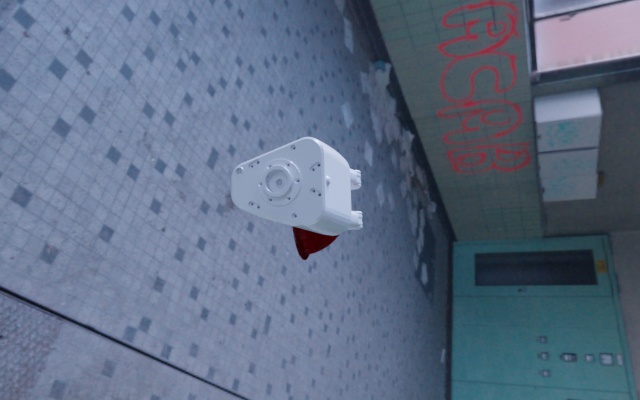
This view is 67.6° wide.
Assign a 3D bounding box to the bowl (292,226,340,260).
[{"bbox_3d":[0.001,0.002,0.673,0.055,0.162,0.162,-3,0,8],"label":"bowl"}]
